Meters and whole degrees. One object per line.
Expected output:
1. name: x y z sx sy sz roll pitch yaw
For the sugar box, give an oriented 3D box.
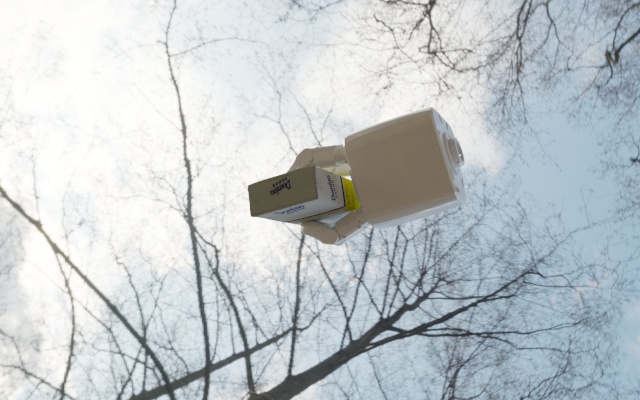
1. sugar box: 0.000 0.001 0.596 0.093 0.048 0.176 -15 -18 27
